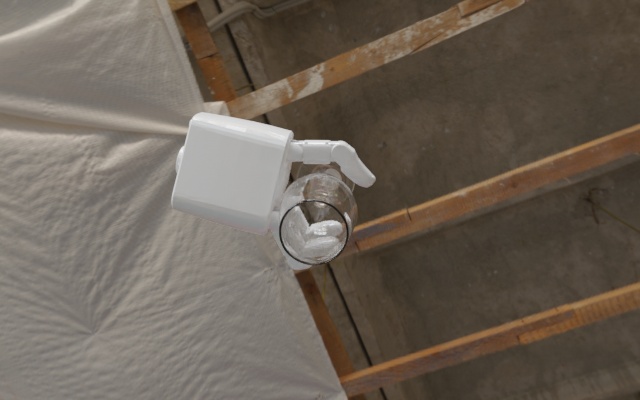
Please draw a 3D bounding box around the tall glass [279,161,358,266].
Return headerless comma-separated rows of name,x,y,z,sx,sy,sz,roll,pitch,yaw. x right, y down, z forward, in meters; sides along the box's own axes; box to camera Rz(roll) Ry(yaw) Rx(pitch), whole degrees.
tall glass,0.000,0.001,0.513,0.079,0.079,0.201,0,16,3
